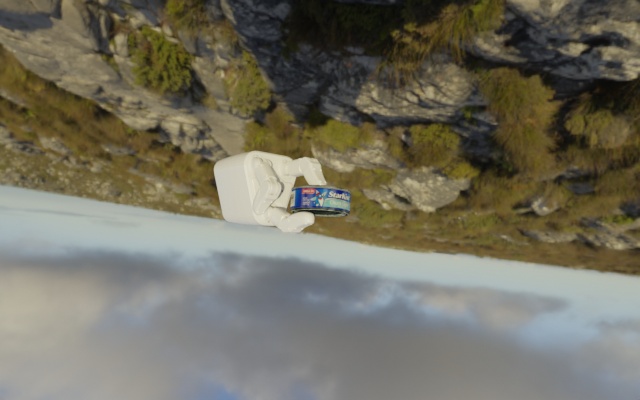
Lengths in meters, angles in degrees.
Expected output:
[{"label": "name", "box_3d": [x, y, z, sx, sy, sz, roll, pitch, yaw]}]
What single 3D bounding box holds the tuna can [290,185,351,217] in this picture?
[{"label": "tuna can", "box_3d": [0.000, 0.003, 0.678, 0.086, 0.033, 0.086, 3, -8, 0]}]
